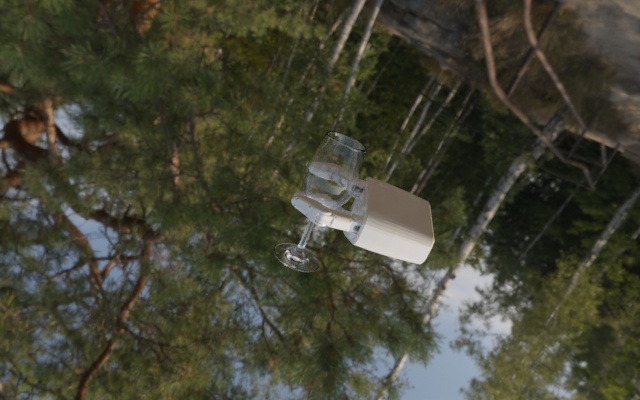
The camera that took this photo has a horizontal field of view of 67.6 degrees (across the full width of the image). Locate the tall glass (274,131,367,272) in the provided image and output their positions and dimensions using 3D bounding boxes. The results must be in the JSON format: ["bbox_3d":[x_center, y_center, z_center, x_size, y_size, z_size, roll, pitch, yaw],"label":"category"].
[{"bbox_3d":[0.000,0.003,0.699,0.079,0.201,0.079,20,21,-8],"label":"tall glass"}]
